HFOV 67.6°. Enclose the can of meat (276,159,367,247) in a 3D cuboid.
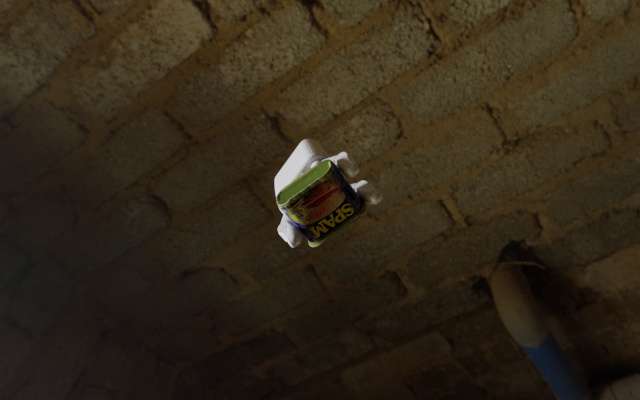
[{"bbox_3d":[0.000,0.002,0.679,0.102,0.084,0.057,-35,25,9],"label":"can of meat"}]
